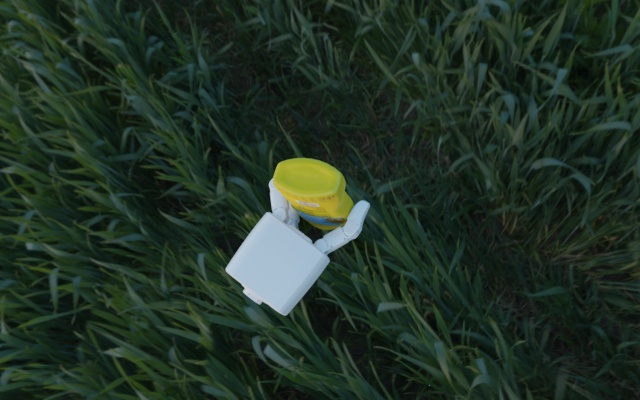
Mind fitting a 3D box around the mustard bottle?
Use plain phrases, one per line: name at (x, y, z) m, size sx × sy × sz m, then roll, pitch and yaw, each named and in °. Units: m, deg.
mustard bottle at (0.000, 0.002, 0.719) m, size 0.096 × 0.058 × 0.192 m, roll 8°, pitch -19°, yaw 16°
